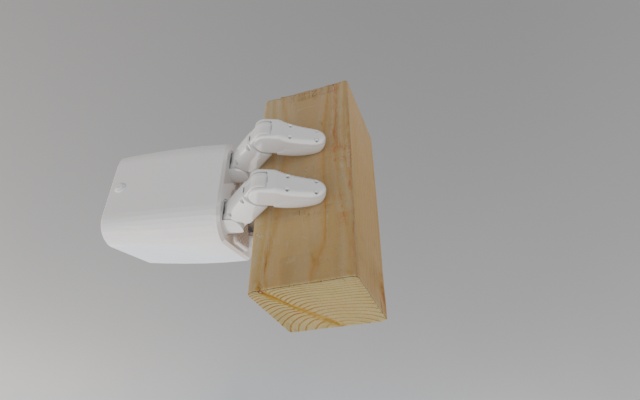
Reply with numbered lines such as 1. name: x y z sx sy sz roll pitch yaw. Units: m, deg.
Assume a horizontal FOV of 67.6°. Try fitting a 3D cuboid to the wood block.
1. wood block: 0.000 0.002 0.437 0.090 0.206 0.091 -12 -37 16
